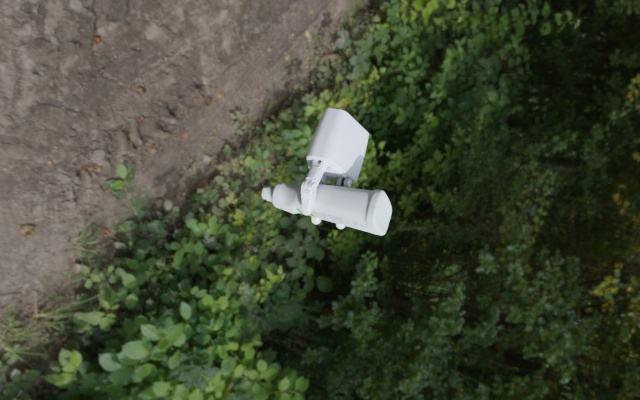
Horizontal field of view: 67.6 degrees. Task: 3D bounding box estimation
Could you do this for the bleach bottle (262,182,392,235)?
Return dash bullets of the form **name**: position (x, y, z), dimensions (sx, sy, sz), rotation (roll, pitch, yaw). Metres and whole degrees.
- **bleach bottle**: position (0.000, 0.003, 0.891), dimensions (0.251, 0.068, 0.103), rotation (11, -17, 24)
